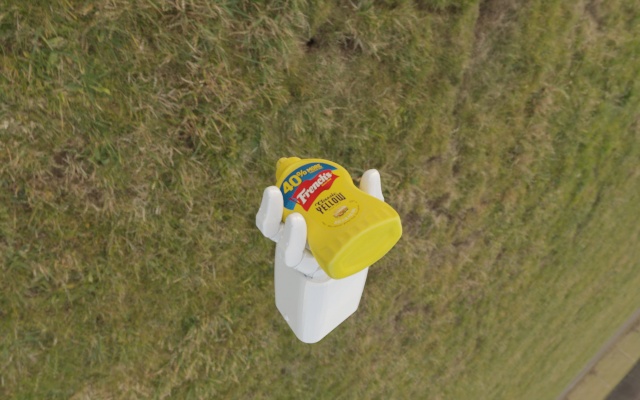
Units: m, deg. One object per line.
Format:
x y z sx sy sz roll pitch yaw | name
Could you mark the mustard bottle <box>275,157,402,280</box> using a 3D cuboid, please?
0.000 0.002 0.554 0.096 0.058 0.191 -34 46 -12 | mustard bottle
